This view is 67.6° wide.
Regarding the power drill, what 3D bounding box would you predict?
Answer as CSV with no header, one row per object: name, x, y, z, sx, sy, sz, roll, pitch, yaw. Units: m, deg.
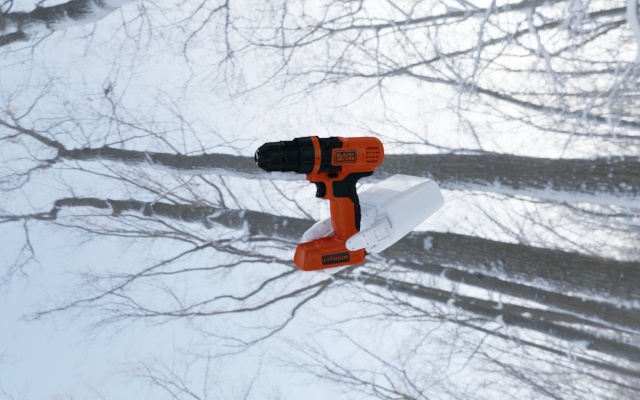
power drill,0.000,0.003,0.669,0.184,0.188,0.057,-5,18,-19
